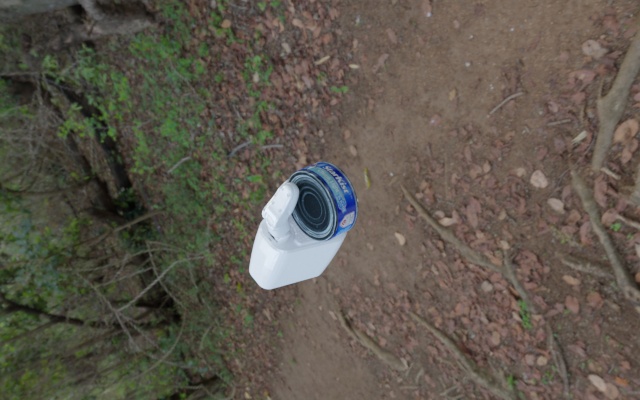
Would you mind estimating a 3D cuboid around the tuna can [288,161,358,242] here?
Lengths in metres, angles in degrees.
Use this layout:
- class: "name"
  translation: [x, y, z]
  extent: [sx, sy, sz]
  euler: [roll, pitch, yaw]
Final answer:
- class: "tuna can"
  translation: [0.000, 0.002, 0.534]
  extent: [0.033, 0.086, 0.086]
  euler: [-24, 15, -37]
